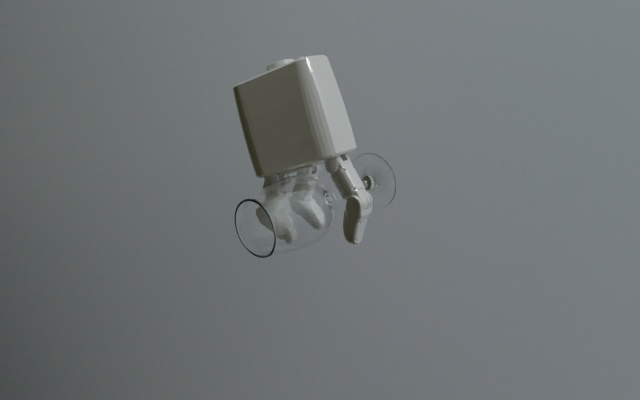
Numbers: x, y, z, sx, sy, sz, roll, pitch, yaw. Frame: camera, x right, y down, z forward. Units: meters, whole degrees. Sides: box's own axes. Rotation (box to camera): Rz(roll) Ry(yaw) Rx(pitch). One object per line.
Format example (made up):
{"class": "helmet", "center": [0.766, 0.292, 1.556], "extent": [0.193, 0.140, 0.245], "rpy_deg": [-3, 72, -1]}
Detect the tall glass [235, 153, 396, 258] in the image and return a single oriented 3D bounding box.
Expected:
{"class": "tall glass", "center": [0.001, 0.002, 0.542], "extent": [0.079, 0.079, 0.201], "rpy_deg": [0, 16, 43]}
